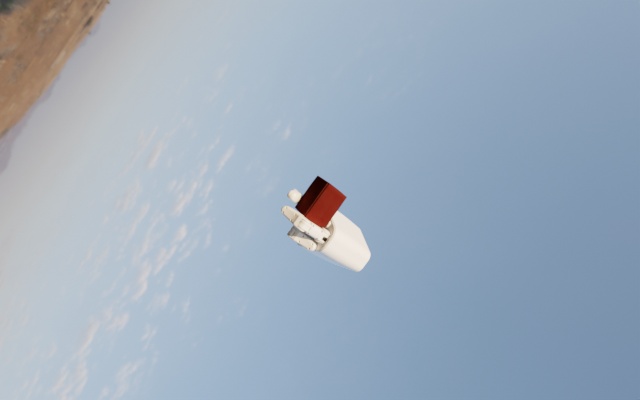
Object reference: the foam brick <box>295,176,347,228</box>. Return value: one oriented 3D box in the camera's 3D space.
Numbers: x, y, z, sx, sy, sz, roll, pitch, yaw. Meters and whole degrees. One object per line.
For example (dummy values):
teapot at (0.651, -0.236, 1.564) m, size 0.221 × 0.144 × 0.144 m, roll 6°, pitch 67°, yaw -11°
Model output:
foam brick at (0.000, 0.003, 0.889) m, size 0.051 × 0.078 × 0.053 m, roll 34°, pitch 4°, yaw -30°
